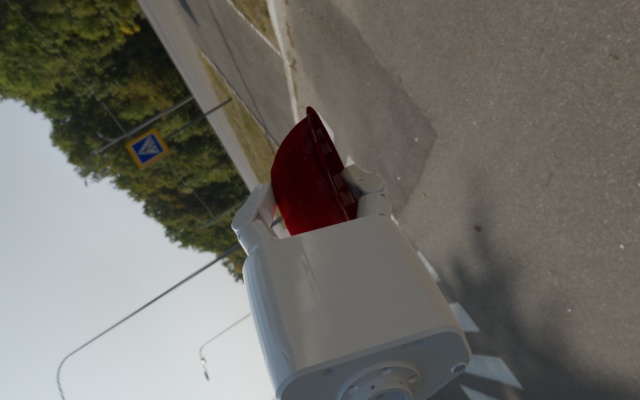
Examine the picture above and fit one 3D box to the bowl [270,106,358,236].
[{"bbox_3d":[0.000,0.001,0.425,0.055,0.162,0.162,-23,-4,9],"label":"bowl"}]
